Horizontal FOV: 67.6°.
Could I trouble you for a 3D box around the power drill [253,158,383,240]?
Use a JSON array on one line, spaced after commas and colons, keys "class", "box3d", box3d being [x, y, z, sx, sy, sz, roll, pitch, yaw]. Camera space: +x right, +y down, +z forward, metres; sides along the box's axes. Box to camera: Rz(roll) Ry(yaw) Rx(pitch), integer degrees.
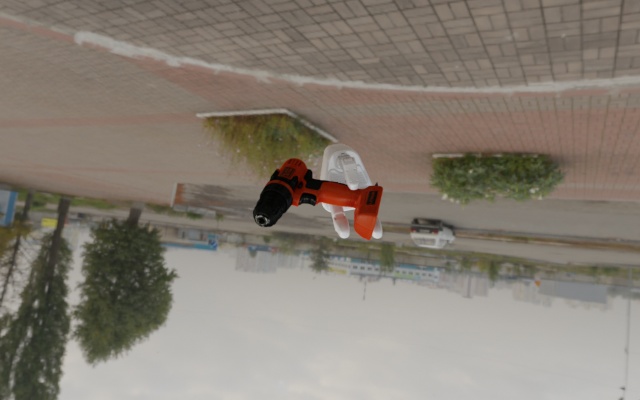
[{"class": "power drill", "box3d": [0.001, 0.003, 0.768, 0.187, 0.057, 0.184, 17, 35, 6]}]
